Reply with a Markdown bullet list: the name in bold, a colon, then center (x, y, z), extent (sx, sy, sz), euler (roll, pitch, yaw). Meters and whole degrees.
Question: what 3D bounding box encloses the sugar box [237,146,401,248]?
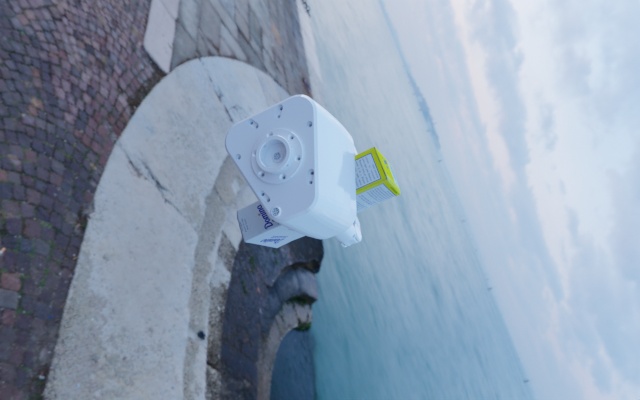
- **sugar box**: center (0.000, 0.001, 0.555), extent (0.176, 0.048, 0.093), euler (-21, -16, 15)
